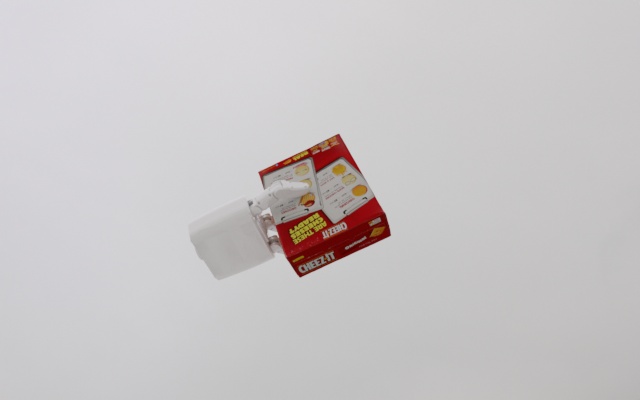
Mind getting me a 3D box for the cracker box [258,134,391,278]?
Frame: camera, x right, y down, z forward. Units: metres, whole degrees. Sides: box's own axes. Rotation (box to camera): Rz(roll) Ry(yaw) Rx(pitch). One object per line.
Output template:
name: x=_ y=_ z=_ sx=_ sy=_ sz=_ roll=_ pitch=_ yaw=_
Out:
cracker box: x=0.000 y=0.002 z=0.799 sx=0.164 sy=0.213 sz=0.072 roll=-25 pitch=-44 yaw=1
